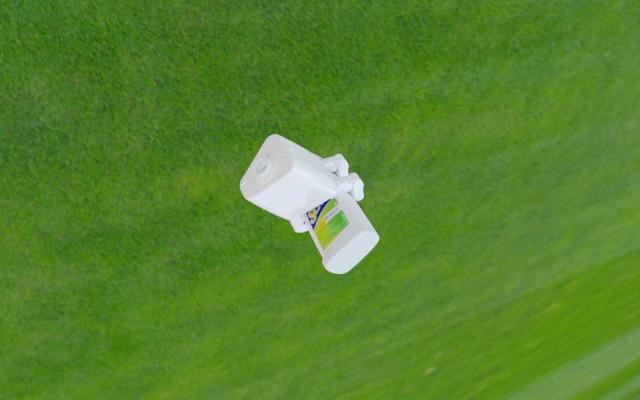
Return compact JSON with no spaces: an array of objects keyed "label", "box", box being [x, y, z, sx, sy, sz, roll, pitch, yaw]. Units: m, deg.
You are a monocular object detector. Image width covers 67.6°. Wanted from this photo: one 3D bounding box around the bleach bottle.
[{"label":"bleach bottle","box":[0.000,0.003,0.846,0.068,0.102,0.250,26,24,-48]}]
